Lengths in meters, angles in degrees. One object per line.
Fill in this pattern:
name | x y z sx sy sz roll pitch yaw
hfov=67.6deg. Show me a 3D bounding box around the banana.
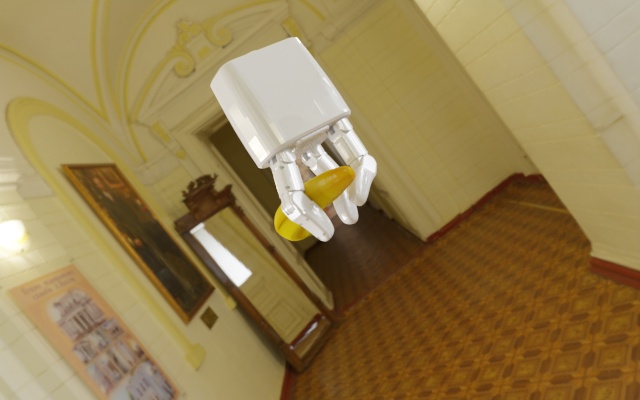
banana | -0.017 0.010 0.543 0.069 0.037 0.198 -24 -13 -19
